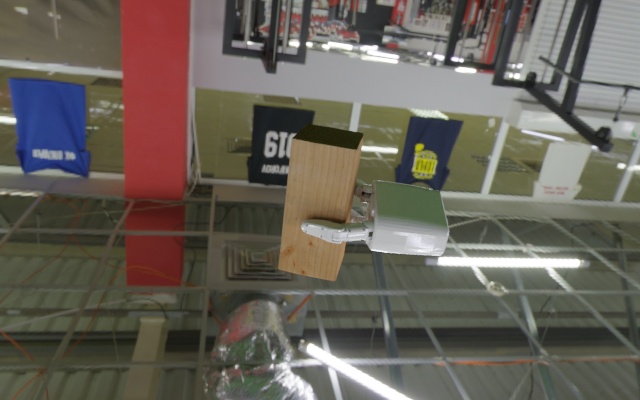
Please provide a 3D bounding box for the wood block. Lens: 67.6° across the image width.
[{"bbox_3d":[0.000,0.003,0.707,0.090,0.206,0.090,11,23,8],"label":"wood block"}]
